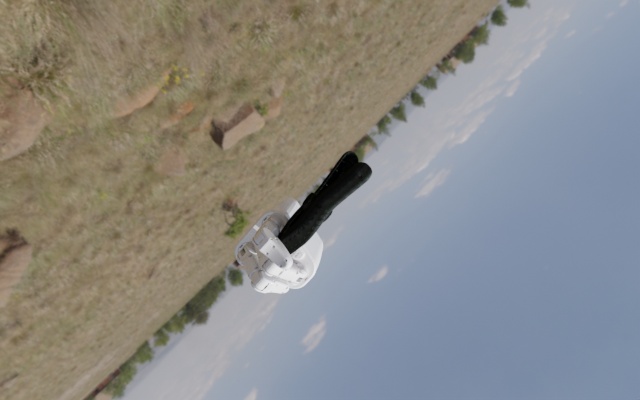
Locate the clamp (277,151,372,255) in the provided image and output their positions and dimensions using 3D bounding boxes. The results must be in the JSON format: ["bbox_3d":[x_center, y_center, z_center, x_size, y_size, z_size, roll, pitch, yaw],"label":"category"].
[{"bbox_3d":[0.000,0.003,0.624,0.171,0.039,0.120,-44,7,15],"label":"clamp"}]
